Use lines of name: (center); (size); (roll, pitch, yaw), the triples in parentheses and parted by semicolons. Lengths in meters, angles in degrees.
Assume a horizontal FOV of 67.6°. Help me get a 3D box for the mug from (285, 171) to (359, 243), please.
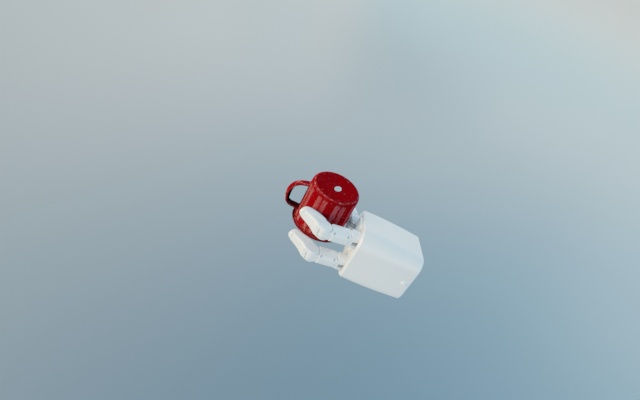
mug: (-0.001, 0.002, 0.773); (0.117, 0.081, 0.093); (24, 36, -6)
